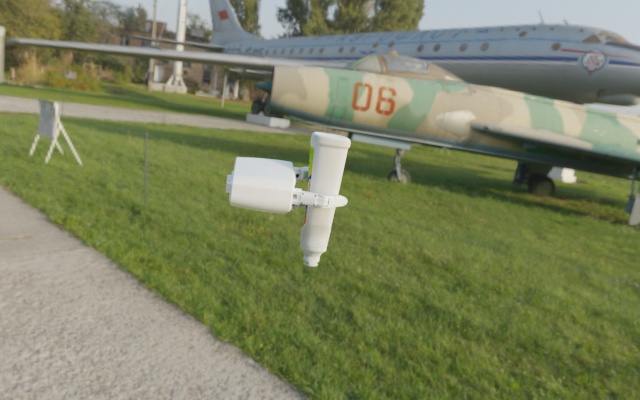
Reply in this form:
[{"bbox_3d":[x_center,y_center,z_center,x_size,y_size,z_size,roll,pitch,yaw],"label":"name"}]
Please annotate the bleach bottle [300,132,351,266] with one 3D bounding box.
[{"bbox_3d":[0.000,0.003,0.890,0.068,0.251,0.102,7,11,-7],"label":"bleach bottle"}]
